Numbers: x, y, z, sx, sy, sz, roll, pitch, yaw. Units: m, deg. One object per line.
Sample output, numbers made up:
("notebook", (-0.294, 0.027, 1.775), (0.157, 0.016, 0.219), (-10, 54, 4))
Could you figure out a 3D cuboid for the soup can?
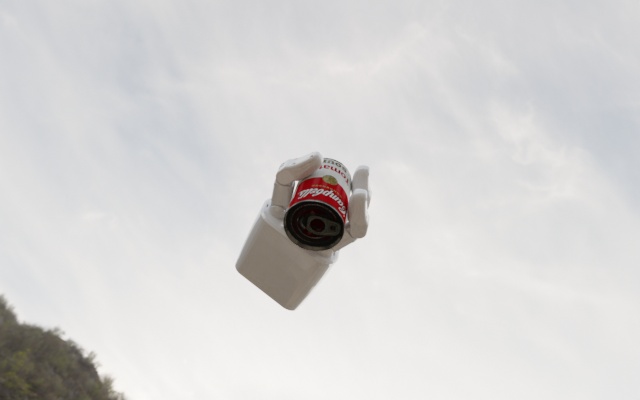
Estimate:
("soup can", (0.000, 0.001, 0.560), (0.068, 0.068, 0.102), (0, 32, 10))
